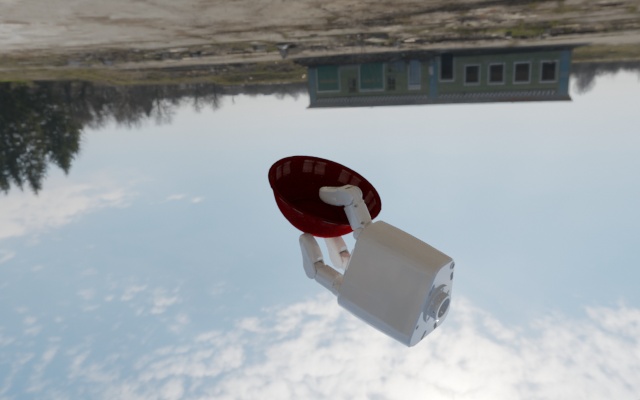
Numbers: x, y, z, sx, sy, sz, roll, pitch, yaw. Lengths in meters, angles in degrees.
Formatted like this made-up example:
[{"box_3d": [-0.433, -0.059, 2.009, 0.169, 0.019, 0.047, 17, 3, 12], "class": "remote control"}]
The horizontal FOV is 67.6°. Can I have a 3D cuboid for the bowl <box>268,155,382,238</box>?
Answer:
[{"box_3d": [-0.001, 0.002, 0.662, 0.162, 0.055, 0.162, 14, 33, -9], "class": "bowl"}]
